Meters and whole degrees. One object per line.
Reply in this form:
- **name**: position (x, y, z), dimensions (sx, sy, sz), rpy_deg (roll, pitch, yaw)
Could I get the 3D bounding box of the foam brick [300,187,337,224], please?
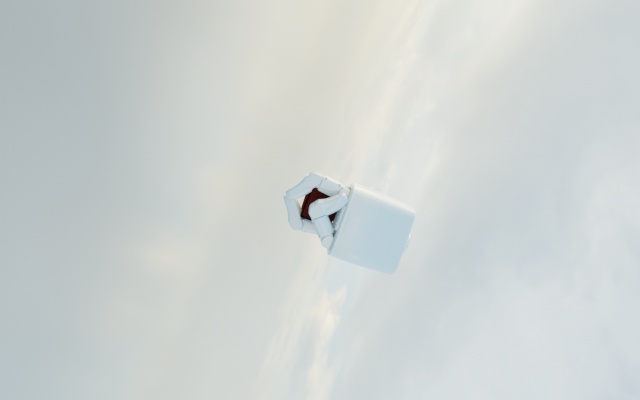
- **foam brick**: position (0.000, 0.002, 0.772), dimensions (0.051, 0.053, 0.078), rpy_deg (20, 13, -5)
